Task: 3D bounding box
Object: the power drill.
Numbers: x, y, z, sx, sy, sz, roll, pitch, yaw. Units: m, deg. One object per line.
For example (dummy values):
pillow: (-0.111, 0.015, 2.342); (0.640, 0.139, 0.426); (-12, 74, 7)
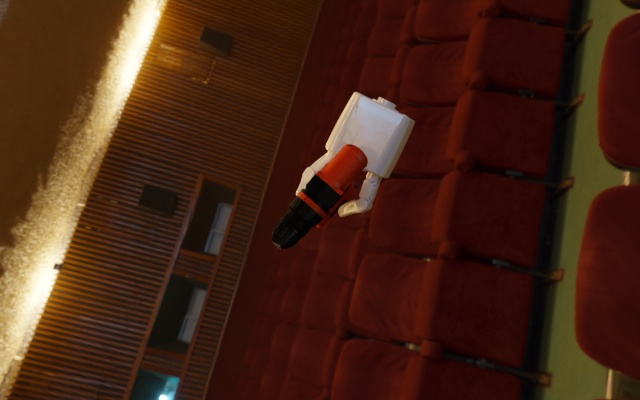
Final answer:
power drill: (0.000, 0.002, 0.755); (0.057, 0.184, 0.187); (43, -2, 3)
